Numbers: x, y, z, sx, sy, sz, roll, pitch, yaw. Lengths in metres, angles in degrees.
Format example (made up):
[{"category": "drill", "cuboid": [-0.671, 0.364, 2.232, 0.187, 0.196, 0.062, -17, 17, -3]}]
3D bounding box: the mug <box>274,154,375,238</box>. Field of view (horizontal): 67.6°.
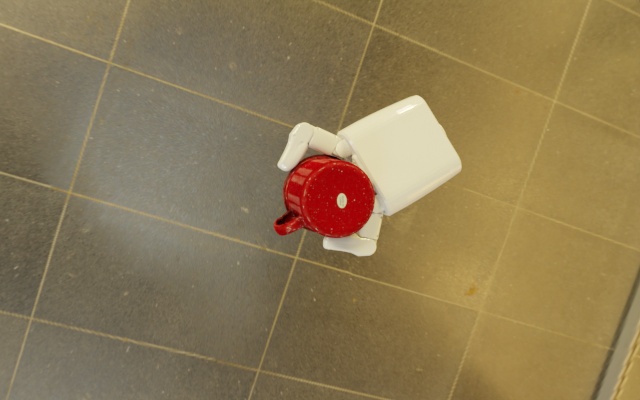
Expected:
[{"category": "mug", "cuboid": [-0.001, 0.002, 0.525, 0.117, 0.093, 0.081, -30, 12, -8]}]
